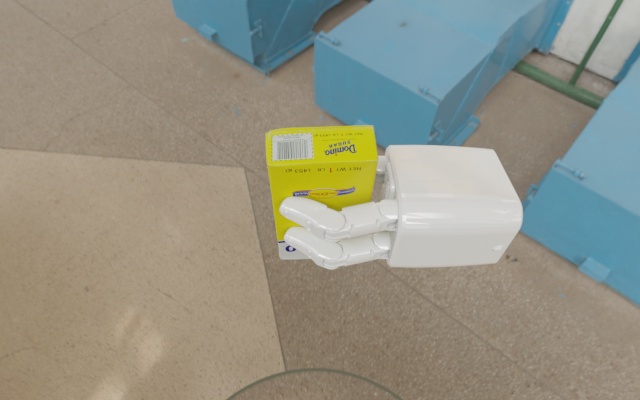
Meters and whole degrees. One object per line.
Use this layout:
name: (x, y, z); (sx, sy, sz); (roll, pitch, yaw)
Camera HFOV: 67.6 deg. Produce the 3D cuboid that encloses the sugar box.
sugar box: (0.000, 0.002, 0.465); (0.093, 0.048, 0.176); (-2, -35, -1)
